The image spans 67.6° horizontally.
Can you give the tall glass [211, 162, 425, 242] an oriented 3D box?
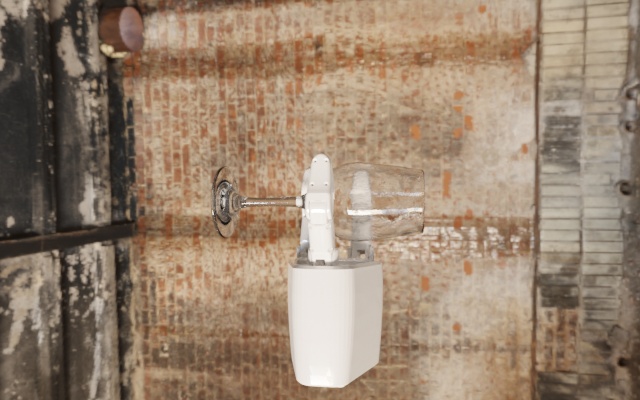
[{"bbox_3d":[-0.001,0.001,0.473,0.201,0.079,0.079,-1,0,10],"label":"tall glass"}]
